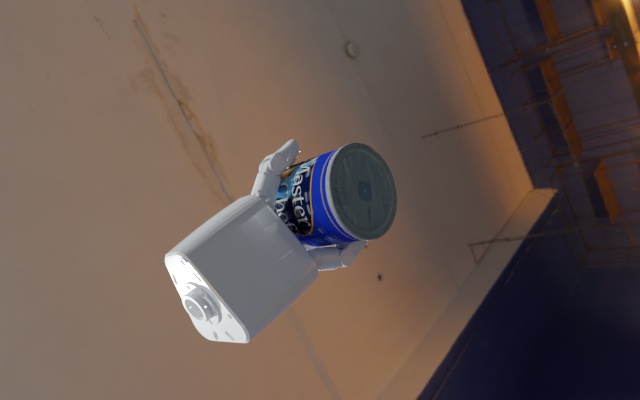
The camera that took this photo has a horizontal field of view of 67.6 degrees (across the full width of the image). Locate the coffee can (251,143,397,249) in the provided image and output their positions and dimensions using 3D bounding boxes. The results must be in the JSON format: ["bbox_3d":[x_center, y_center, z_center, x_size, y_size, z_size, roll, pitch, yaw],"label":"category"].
[{"bbox_3d":[0.000,0.002,0.542,0.103,0.103,0.140,0,-10,-43],"label":"coffee can"}]
